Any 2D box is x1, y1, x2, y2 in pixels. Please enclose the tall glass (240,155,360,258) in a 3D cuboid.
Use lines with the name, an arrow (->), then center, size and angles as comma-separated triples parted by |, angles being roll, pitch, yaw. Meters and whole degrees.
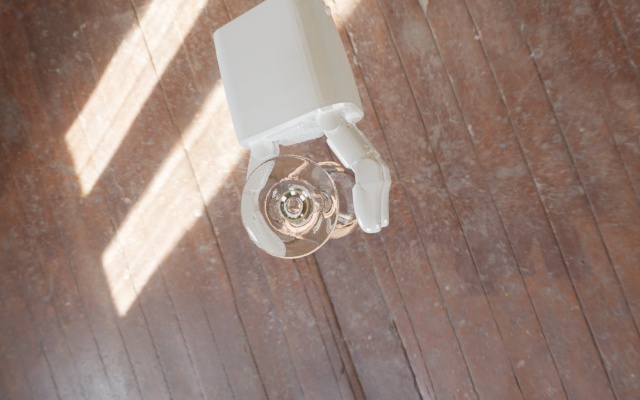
tall glass -> 0.000, 0.002, 0.435 | 0.079, 0.079, 0.201 | 0, 1, 13
